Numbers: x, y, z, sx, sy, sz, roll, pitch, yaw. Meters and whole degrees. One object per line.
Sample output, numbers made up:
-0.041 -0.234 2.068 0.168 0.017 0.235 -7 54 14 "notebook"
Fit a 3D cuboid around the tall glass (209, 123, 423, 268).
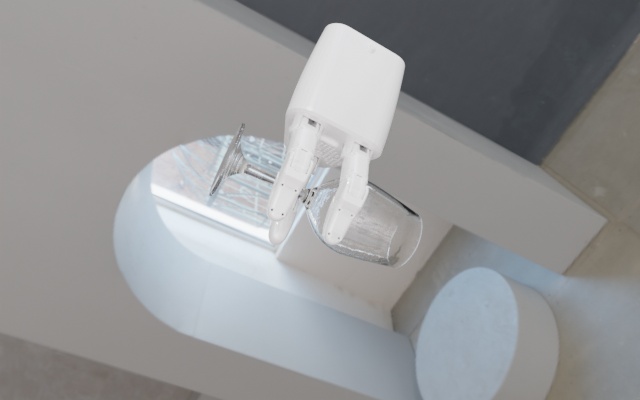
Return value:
-0.001 0.001 0.466 0.201 0.079 0.079 25 -7 -16 "tall glass"
